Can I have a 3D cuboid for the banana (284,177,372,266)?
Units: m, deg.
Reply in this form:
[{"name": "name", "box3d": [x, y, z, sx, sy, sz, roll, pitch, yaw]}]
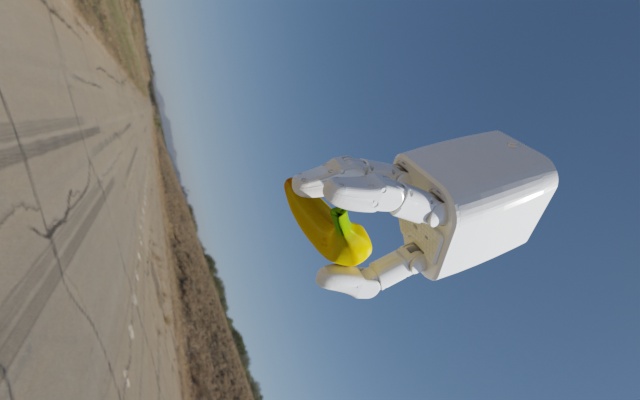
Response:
[{"name": "banana", "box3d": [0.006, 0.019, 0.440, 0.037, 0.070, 0.197, -19, 13, -13]}]
